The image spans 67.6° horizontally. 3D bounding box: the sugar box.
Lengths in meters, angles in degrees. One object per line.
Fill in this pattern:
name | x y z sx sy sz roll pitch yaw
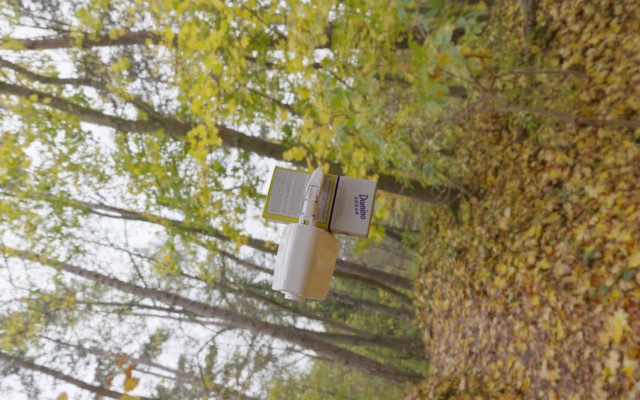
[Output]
sugar box | 0.000 0.003 0.792 0.176 0.093 0.048 11 -12 7
